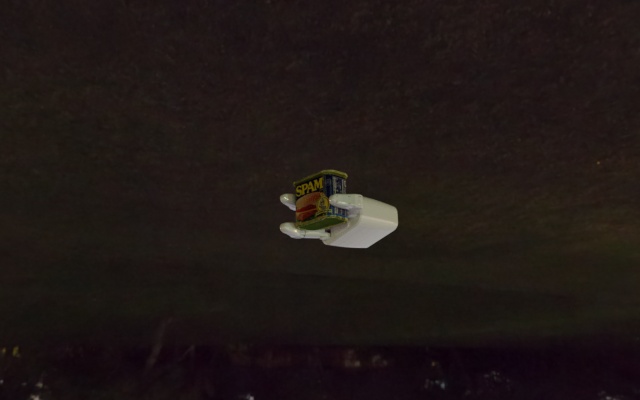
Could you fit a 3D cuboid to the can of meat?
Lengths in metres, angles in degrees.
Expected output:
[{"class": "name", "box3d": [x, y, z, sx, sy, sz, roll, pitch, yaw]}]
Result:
[{"class": "can of meat", "box3d": [0.000, 0.003, 0.830, 0.057, 0.084, 0.102, 13, -22, -42]}]
